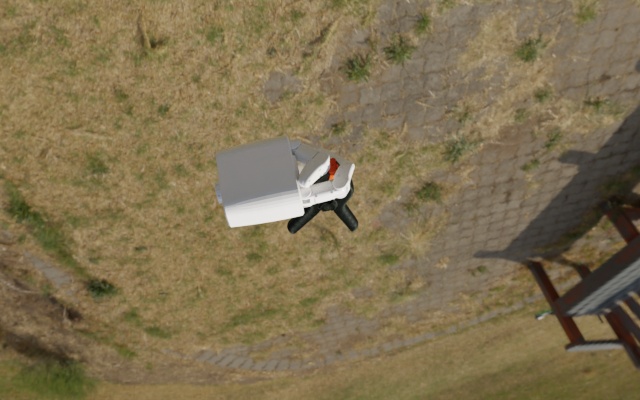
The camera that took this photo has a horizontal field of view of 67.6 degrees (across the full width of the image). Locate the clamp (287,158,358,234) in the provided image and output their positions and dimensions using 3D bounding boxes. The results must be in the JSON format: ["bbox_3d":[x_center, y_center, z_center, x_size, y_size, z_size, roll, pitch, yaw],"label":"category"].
[{"bbox_3d":[0.000,0.003,0.758,0.120,0.039,0.172,-12,-40,-4],"label":"clamp"}]
